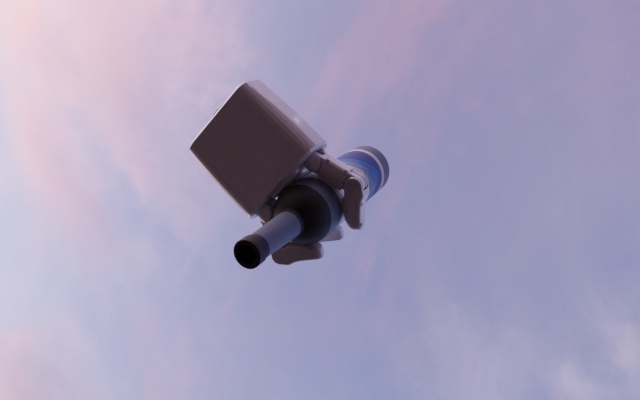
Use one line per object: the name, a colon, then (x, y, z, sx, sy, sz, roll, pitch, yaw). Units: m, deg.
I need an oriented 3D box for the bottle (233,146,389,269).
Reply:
bottle: (0.000, 0.002, 0.529, 0.069, 0.069, 0.295, 0, 17, 27)
